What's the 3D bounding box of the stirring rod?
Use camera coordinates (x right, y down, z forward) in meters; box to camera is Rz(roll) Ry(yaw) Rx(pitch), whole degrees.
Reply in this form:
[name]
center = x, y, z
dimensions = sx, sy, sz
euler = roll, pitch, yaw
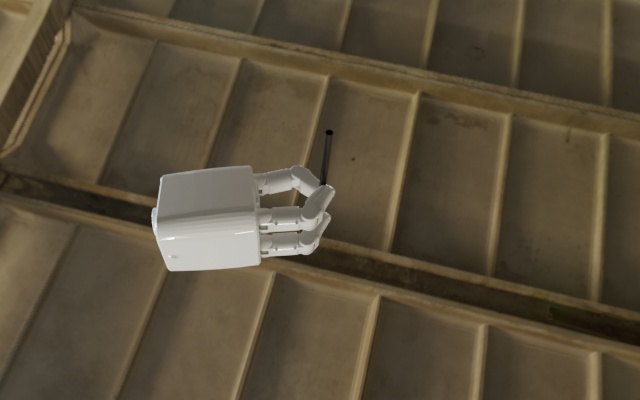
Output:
[stirring rod]
center = 0.000, 0.002, 0.577
dimensions = 0.011, 0.011, 0.240
euler = 0, -36, -5
